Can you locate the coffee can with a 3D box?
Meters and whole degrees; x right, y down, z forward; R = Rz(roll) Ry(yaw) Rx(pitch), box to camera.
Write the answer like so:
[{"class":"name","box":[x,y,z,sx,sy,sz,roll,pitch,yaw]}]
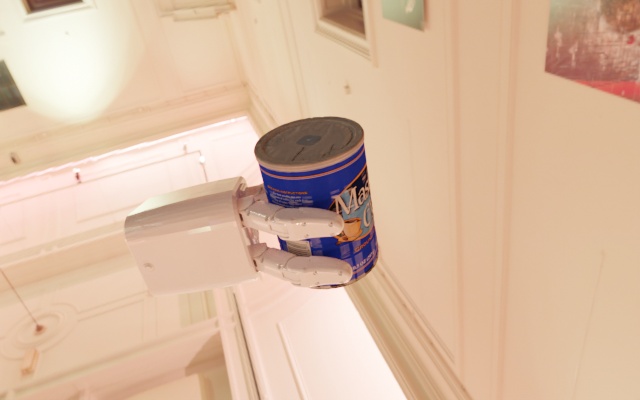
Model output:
[{"class":"coffee can","box":[0.000,0.001,0.473,0.103,0.140,0.102,-8,31,5]}]
